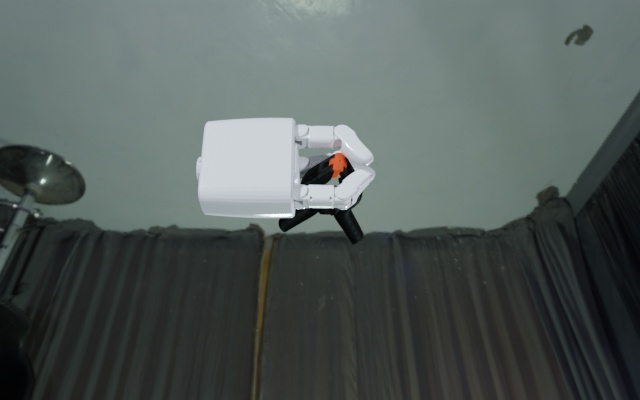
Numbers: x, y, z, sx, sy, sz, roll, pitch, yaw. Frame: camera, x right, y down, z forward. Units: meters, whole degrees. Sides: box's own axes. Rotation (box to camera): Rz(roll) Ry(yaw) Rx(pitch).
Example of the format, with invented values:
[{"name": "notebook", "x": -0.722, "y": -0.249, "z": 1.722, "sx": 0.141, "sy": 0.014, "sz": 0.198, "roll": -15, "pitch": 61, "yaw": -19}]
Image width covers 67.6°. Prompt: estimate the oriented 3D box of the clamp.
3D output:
[{"name": "clamp", "x": 0.000, "y": 0.002, "z": 0.625, "sx": 0.120, "sy": 0.039, "sz": 0.172, "roll": 1, "pitch": -39, "yaw": 1}]
